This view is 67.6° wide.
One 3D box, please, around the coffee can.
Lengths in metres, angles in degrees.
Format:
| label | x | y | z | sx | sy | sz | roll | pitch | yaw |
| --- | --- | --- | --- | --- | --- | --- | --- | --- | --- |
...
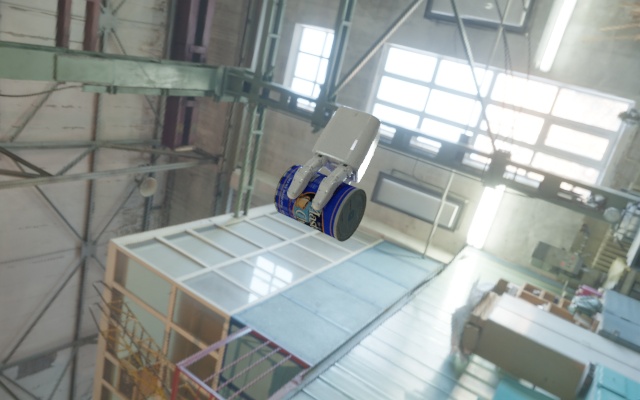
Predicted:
| label | x | y | z | sx | sy | sz | roll | pitch | yaw |
| --- | --- | --- | --- | --- | --- | --- | --- | --- | --- |
| coffee can | 0.000 | 0.003 | 0.890 | 0.140 | 0.103 | 0.103 | 23 | 11 | 27 |
